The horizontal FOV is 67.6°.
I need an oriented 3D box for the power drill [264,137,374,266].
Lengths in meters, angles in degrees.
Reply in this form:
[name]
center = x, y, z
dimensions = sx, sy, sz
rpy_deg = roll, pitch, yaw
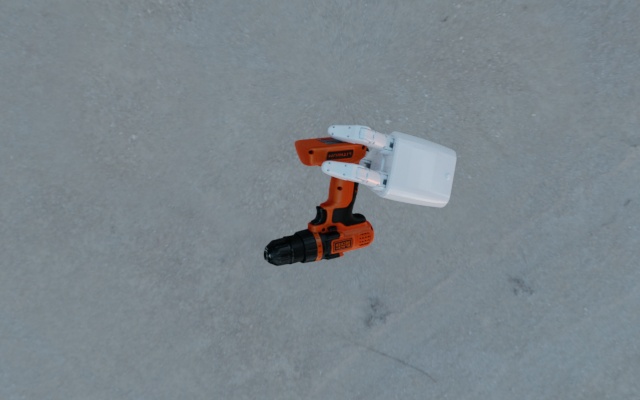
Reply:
[power drill]
center = 0.000, 0.002, 0.715
dimensions = 0.184, 0.188, 0.057
rpy_deg = -11, 25, -28
